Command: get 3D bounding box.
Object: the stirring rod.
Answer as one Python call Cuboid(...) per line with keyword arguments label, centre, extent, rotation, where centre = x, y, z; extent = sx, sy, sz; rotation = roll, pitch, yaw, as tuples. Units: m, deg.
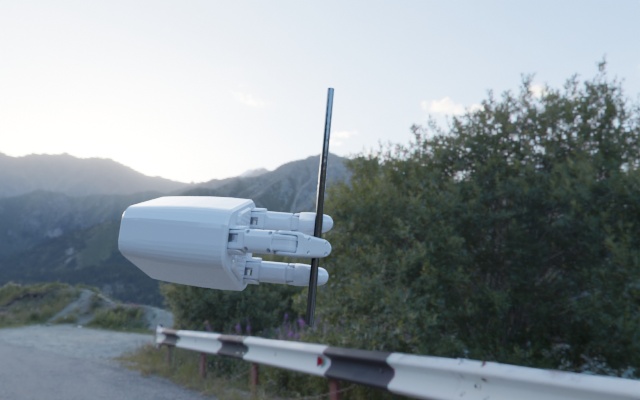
Cuboid(label="stirring rod", centre=(0.000, 0.002, 0.480), extent=(0.011, 0.239, 0.011), rotation=(5, -9, 1))
